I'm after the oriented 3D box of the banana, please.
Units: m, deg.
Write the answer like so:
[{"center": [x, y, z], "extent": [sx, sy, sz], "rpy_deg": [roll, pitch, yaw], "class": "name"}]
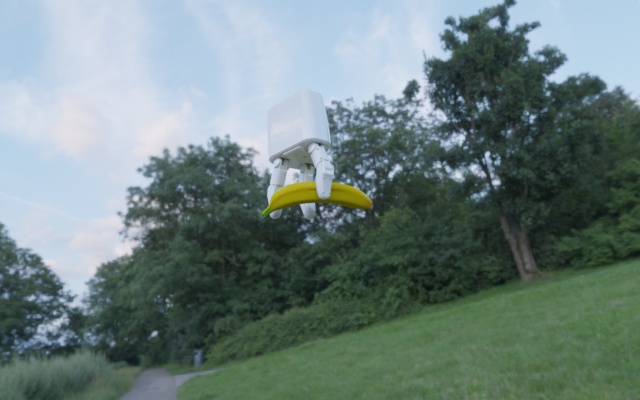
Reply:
[{"center": [0.000, -0.006, 0.819], "extent": [0.198, 0.037, 0.070], "rpy_deg": [-3, -28, -13], "class": "banana"}]
